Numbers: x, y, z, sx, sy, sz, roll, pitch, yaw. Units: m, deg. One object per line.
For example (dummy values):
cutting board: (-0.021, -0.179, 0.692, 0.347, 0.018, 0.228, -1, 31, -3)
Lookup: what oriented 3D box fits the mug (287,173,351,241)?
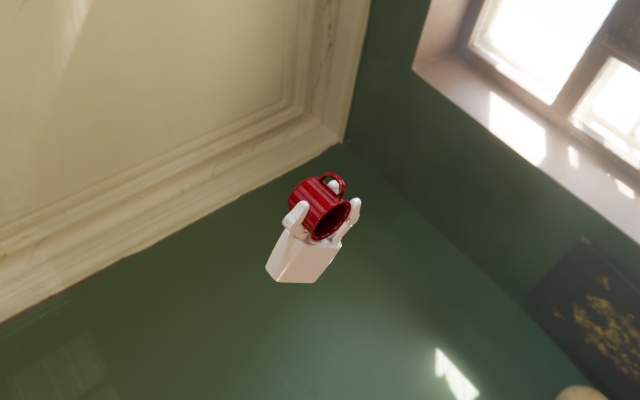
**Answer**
mug: (0.001, 0.002, 0.853, 0.081, 0.117, 0.093, 45, 28, 26)
